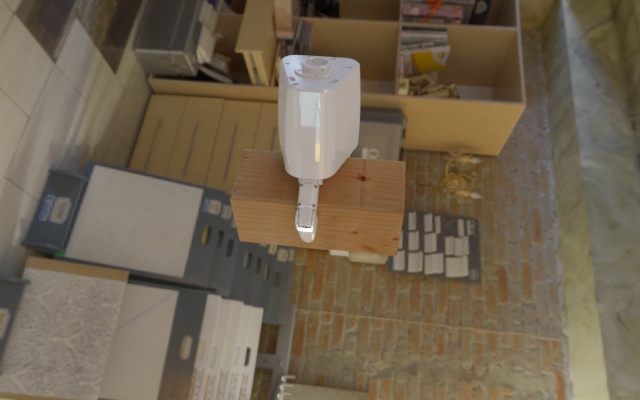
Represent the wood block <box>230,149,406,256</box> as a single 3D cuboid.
[{"bbox_3d":[0.000,0.002,0.614,0.206,0.090,0.090,5,-41,5],"label":"wood block"}]
